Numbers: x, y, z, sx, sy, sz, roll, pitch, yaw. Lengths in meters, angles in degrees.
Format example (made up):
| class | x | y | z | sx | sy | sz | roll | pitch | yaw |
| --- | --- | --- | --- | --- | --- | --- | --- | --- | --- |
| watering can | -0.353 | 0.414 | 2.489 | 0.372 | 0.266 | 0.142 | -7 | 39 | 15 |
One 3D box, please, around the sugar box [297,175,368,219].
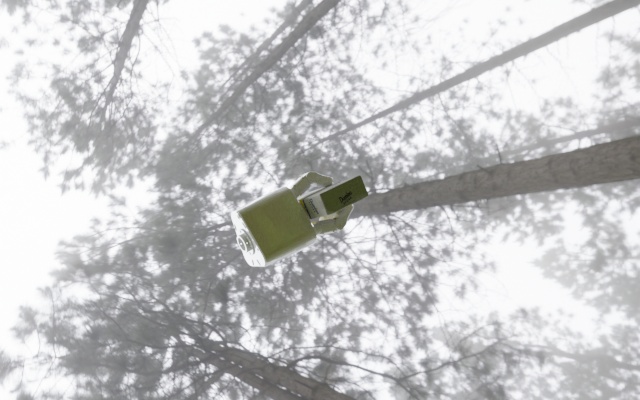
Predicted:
| class | x | y | z | sx | sy | sz | roll | pitch | yaw |
| --- | --- | --- | --- | --- | --- | --- | --- | --- | --- |
| sugar box | 0.000 | 0.003 | 0.875 | 0.093 | 0.048 | 0.176 | -25 | 7 | -29 |
